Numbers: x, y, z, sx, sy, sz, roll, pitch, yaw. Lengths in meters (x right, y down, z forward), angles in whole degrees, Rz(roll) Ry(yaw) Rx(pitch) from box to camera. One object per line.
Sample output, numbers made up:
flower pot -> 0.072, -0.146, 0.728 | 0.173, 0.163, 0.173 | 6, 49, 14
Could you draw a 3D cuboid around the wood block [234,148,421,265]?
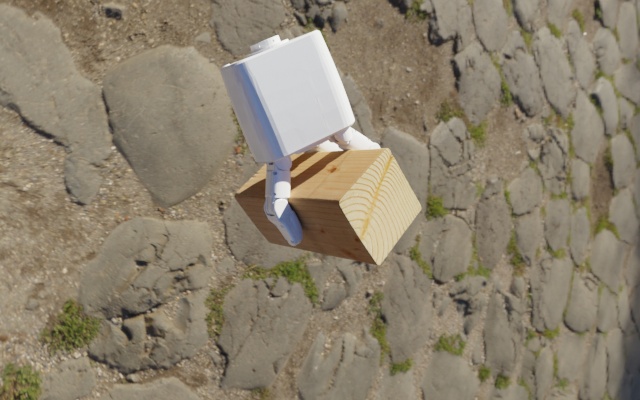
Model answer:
wood block -> 0.000, 0.002, 0.569 | 0.206, 0.090, 0.090 | 4, 45, 52
